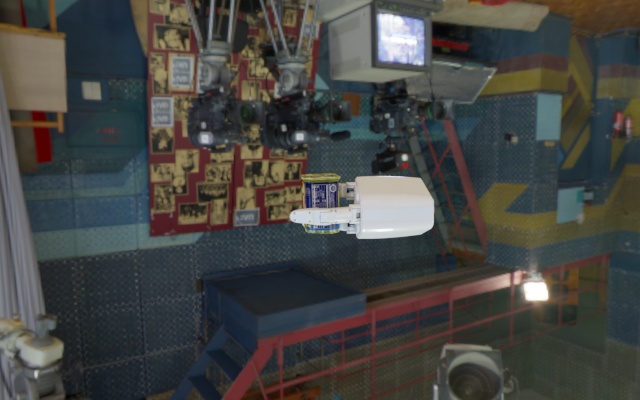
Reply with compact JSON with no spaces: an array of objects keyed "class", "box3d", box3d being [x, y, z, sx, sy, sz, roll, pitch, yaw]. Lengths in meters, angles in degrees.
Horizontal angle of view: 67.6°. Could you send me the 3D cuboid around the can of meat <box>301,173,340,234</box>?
[{"class":"can of meat","box3d":[0.000,0.003,0.739,0.057,0.084,0.102,-2,6,-4]}]
